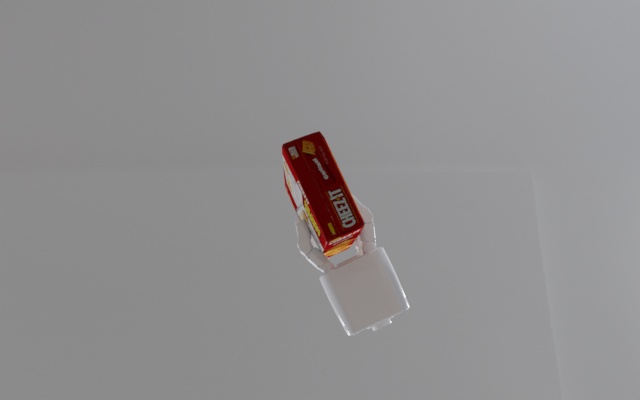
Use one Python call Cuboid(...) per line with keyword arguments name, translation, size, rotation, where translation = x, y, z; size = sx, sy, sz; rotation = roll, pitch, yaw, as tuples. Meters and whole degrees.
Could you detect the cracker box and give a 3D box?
Cuboid(name="cracker box", translation=(0.000, 0.003, 0.797), size=(0.072, 0.164, 0.214), rotation=(-24, -12, -9))
